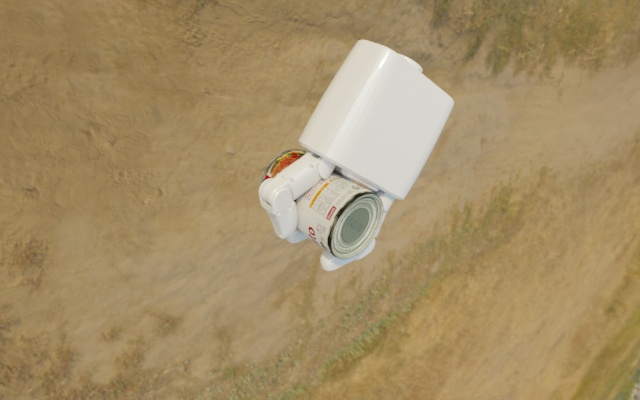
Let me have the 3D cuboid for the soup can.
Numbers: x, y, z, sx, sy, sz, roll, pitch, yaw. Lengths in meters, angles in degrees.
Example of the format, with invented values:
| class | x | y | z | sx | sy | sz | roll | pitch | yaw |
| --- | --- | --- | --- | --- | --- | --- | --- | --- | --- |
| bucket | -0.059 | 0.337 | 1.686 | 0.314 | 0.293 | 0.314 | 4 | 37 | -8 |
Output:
| class | x | y | z | sx | sy | sz | roll | pitch | yaw |
| --- | --- | --- | --- | --- | --- | --- | --- | --- | --- |
| soup can | 0.000 | 0.002 | 0.446 | 0.068 | 0.068 | 0.102 | 0 | 26 | -47 |
